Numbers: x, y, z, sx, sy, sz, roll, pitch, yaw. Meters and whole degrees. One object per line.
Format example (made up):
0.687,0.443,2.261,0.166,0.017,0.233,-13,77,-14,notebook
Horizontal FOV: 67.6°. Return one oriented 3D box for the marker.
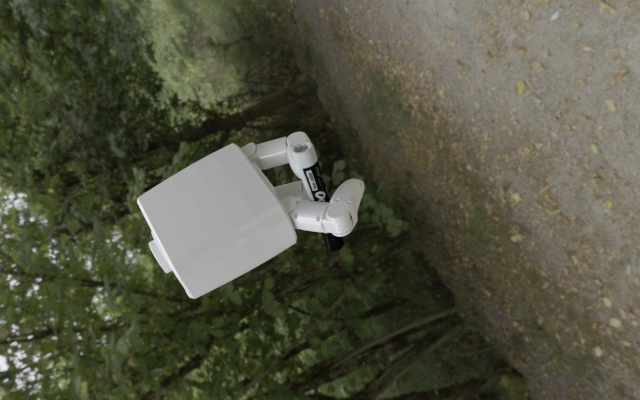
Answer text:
0.000,0.001,0.433,0.020,0.121,0.020,-12,38,9,marker
